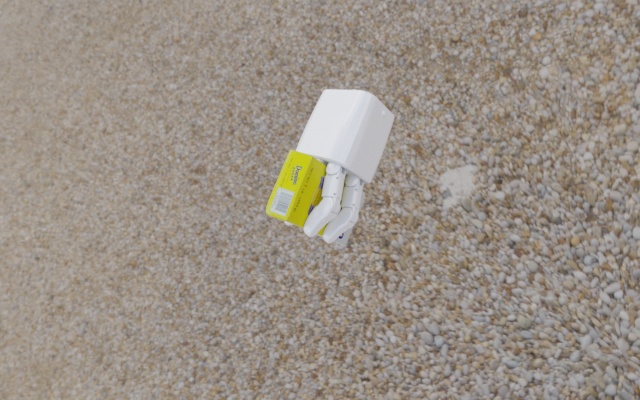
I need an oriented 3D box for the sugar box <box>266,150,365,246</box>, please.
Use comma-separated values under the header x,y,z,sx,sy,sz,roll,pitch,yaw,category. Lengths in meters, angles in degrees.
x,y,z,sx,sy,sz,roll,pitch,yaw,category
0.001,0.002,0.690,0.048,0.093,0.176,20,-4,35,sugar box
